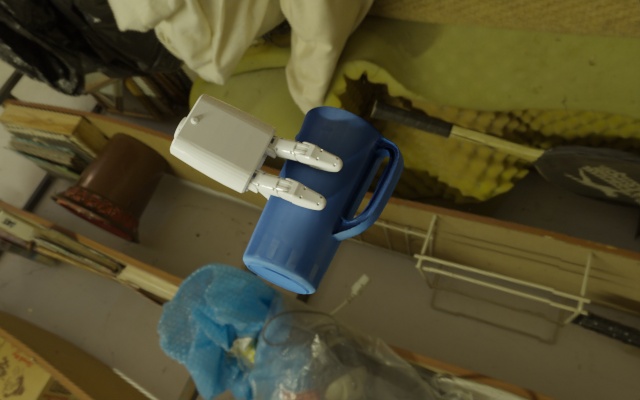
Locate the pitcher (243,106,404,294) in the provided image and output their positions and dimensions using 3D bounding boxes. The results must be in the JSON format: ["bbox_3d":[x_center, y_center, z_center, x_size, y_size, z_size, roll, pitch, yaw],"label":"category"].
[{"bbox_3d":[0.000,0.002,0.660,0.145,0.242,0.149,28,-20,-9],"label":"pitcher"}]
